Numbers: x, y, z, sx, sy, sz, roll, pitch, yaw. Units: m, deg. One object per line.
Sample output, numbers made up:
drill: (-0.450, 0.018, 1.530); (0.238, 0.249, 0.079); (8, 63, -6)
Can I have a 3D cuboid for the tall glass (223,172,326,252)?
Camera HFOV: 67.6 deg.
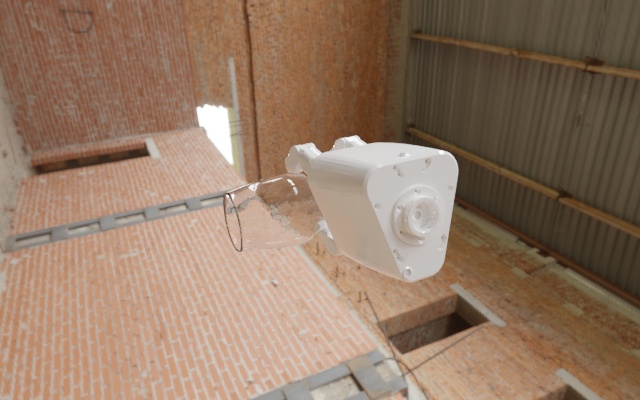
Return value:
tall glass: (0.001, 0.002, 0.520); (0.201, 0.079, 0.079); (-13, 5, -22)
